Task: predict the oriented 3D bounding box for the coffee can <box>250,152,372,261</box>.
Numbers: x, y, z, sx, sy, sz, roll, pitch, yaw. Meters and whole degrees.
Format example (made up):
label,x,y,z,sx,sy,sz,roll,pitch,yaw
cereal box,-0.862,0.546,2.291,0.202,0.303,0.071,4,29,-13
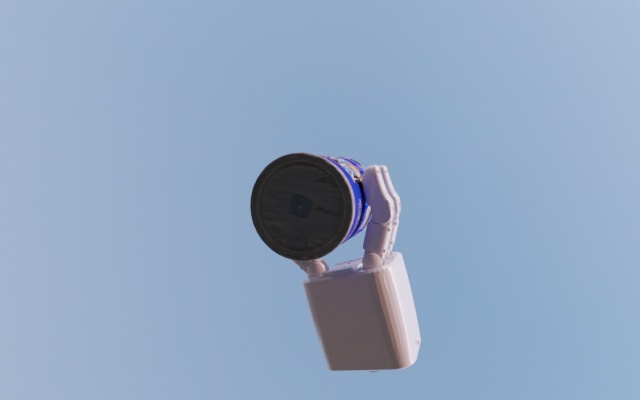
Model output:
label,x,y,z,sx,sy,sz,roll,pitch,yaw
coffee can,0.000,0.002,0.513,0.103,0.103,0.140,0,4,16
